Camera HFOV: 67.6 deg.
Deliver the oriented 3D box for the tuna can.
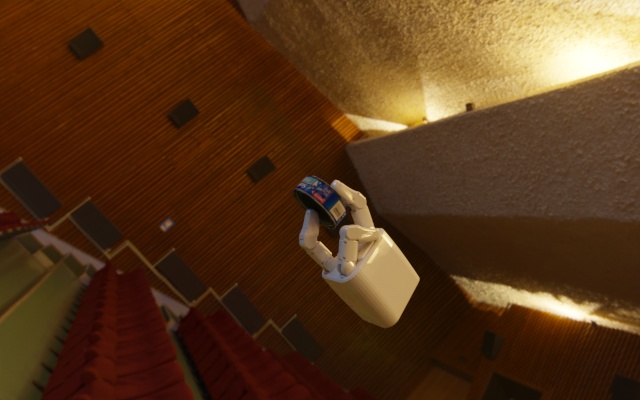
[{"bbox_3d":[0.000,0.002,0.725,0.086,0.033,0.086,39,-16,13],"label":"tuna can"}]
